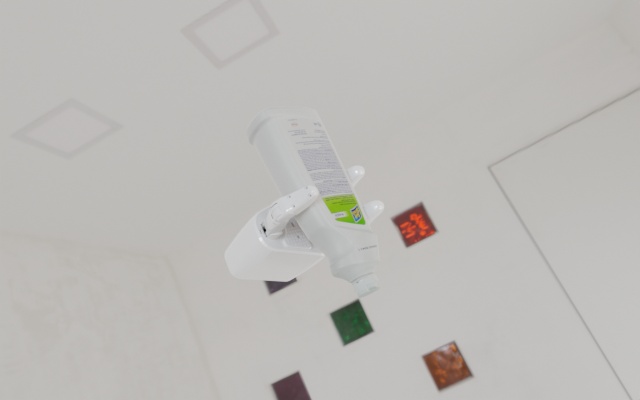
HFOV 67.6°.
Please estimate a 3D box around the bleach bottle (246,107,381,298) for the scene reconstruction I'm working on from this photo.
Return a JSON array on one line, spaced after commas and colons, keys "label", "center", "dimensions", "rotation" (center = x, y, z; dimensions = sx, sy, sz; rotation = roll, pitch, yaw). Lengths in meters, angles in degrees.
[{"label": "bleach bottle", "center": [0.000, 0.002, 0.593], "dimensions": [0.102, 0.250, 0.068], "rotation": [-9, -24, -40]}]
